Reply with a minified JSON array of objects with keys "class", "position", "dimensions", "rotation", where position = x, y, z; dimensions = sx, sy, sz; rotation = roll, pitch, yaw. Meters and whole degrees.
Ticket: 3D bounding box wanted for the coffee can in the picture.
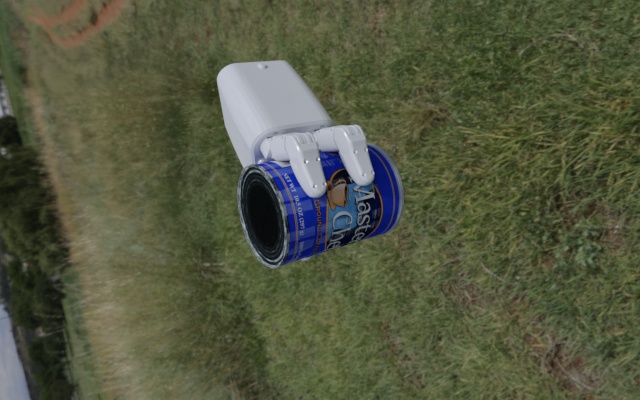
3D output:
[{"class":"coffee can","position":[0.000,0.002,0.492],"dimensions":[0.140,0.103,0.103],"rotation":[-14,7,-31]}]
